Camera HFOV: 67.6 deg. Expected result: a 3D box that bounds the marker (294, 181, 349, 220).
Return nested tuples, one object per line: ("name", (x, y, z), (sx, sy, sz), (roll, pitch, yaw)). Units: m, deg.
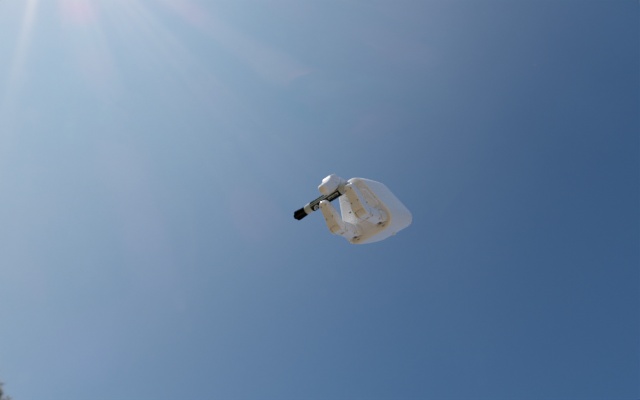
("marker", (0.000, 0.003, 0.826), (0.121, 0.020, 0.020), (-31, -16, 28))
